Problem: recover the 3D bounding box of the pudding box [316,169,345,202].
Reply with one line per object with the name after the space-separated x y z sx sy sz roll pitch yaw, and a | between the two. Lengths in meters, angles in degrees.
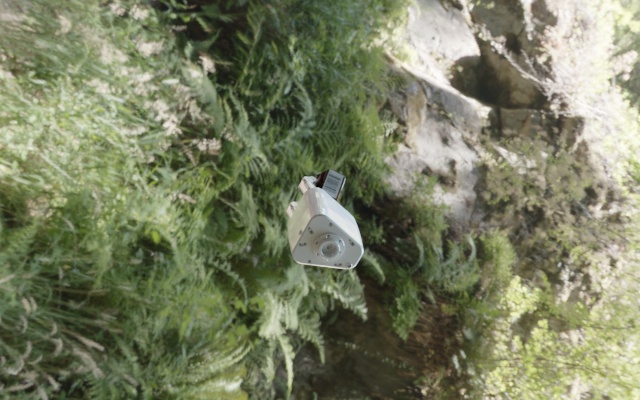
0.000 0.003 0.891 0.039 0.113 0.090 25 -10 -13 | pudding box
